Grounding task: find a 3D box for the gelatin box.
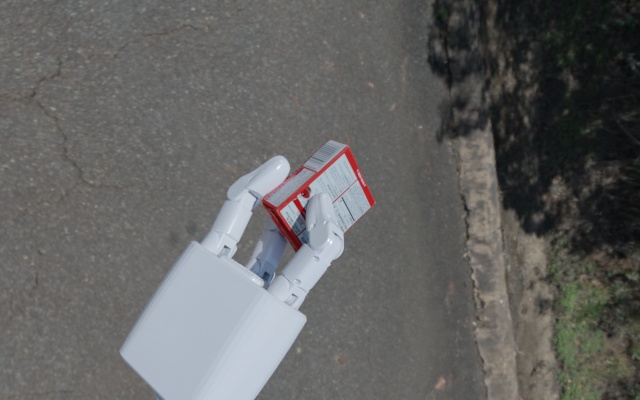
[{"bbox_3d":[0.001,0.001,0.428,0.089,0.073,0.030,-43,39,-16],"label":"gelatin box"}]
